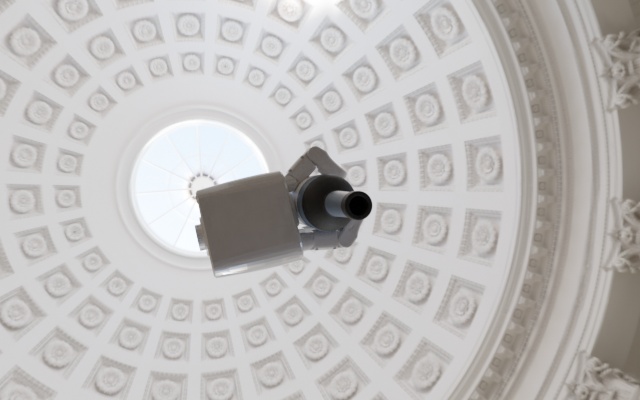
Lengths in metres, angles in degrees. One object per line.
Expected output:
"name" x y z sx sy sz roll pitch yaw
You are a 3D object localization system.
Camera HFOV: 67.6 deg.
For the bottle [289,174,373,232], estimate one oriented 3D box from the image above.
"bottle" 0.000 0.002 0.584 0.069 0.069 0.295 0 1 -14
